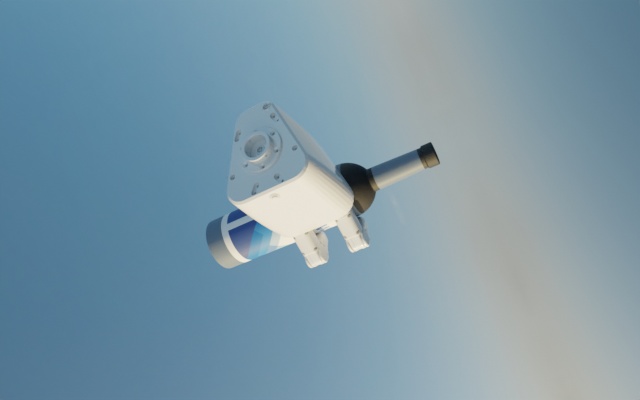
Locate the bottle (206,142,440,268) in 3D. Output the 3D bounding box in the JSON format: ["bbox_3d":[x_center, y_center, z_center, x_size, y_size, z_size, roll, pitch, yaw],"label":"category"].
[{"bbox_3d":[0.000,0.002,0.579,0.296,0.069,0.069,-23,-7,17],"label":"bottle"}]
